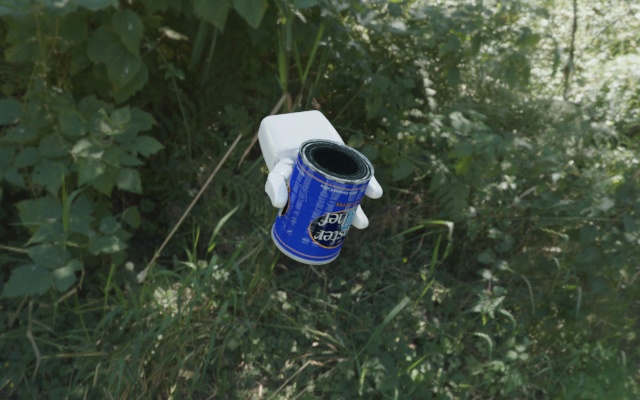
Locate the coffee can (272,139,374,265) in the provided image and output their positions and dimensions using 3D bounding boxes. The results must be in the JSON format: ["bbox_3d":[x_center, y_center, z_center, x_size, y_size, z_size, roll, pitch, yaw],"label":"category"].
[{"bbox_3d":[0.000,0.002,0.651,0.103,0.140,0.102,15,32,-10],"label":"coffee can"}]
